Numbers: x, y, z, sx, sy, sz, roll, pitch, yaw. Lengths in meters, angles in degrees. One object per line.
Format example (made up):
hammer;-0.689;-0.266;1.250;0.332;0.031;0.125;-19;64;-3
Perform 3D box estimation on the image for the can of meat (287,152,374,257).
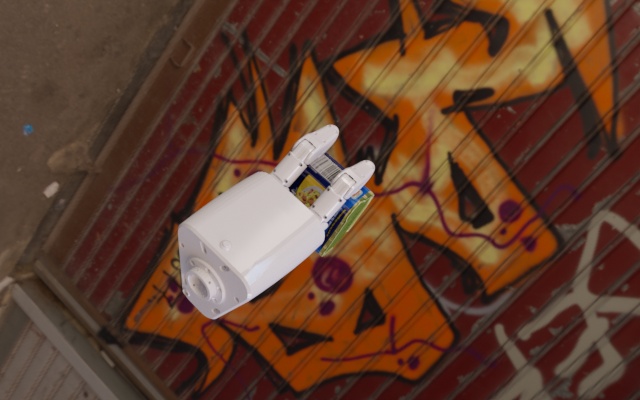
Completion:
can of meat;0.000;0.002;0.537;0.057;0.084;0.102;-36;-17;-46
